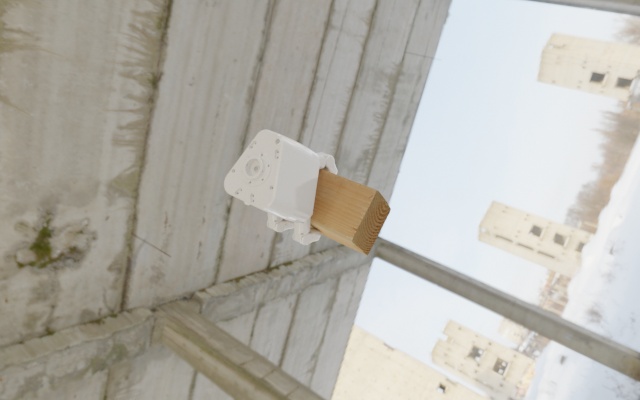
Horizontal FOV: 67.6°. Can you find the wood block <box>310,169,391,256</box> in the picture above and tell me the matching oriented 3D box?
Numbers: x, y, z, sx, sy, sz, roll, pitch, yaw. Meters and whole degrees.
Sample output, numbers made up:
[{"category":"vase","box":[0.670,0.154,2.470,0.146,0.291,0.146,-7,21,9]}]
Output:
[{"category":"wood block","box":[0.000,0.002,0.801,0.206,0.091,0.090,23,-10,29]}]
